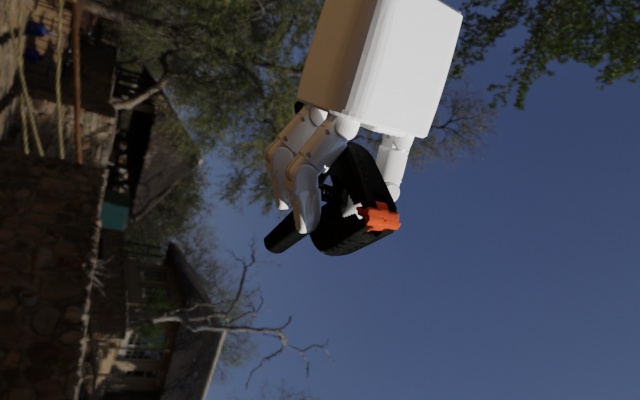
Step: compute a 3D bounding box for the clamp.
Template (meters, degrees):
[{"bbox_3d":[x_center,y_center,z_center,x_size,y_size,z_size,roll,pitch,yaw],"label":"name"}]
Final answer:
[{"bbox_3d":[0.001,0.001,0.426,0.036,0.164,0.210,9,15,-25],"label":"clamp"}]
